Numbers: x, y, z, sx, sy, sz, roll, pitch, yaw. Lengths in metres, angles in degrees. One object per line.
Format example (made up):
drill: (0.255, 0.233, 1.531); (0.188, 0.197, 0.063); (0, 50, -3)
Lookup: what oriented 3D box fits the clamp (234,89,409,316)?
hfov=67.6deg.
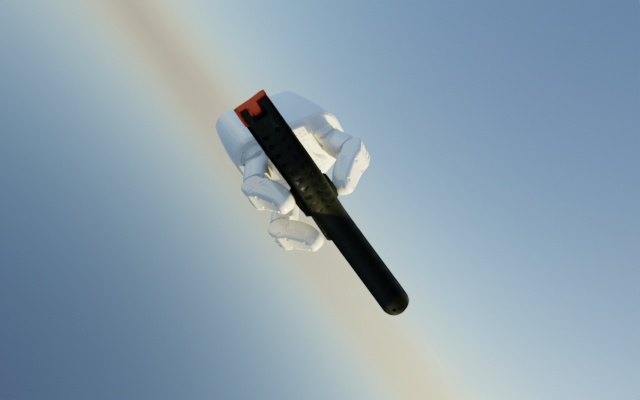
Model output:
clamp: (0.000, 0.000, 0.414); (0.036, 0.210, 0.164); (-37, 36, -4)
